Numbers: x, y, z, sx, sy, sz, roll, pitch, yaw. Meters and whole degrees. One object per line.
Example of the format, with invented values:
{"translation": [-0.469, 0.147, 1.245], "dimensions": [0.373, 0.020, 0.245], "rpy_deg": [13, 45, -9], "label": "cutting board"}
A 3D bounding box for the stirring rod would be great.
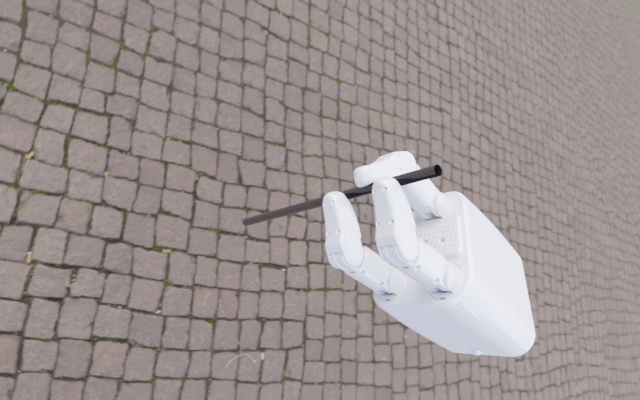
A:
{"translation": [0.000, 0.001, 0.402], "dimensions": [0.011, 0.011, 0.239], "rpy_deg": [0, -10, -40], "label": "stirring rod"}
